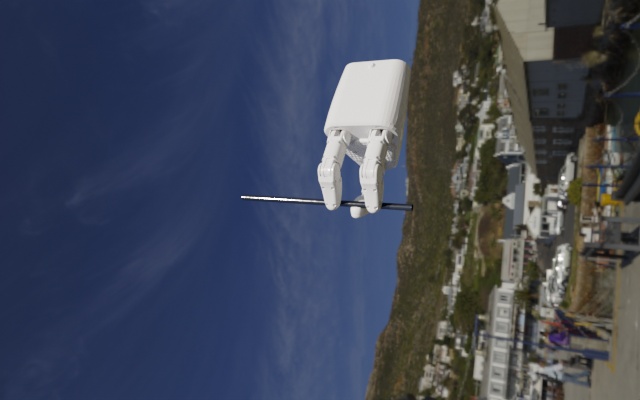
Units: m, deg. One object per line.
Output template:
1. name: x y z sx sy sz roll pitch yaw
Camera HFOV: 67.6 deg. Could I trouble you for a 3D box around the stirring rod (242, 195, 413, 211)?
1. stirring rod: 0.000 0.002 0.614 0.239 0.011 0.011 3 1 26
